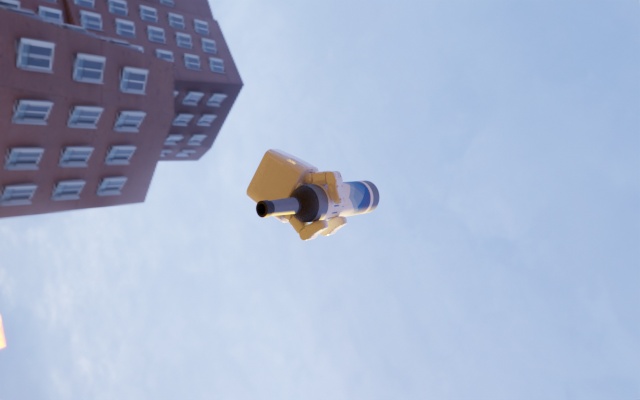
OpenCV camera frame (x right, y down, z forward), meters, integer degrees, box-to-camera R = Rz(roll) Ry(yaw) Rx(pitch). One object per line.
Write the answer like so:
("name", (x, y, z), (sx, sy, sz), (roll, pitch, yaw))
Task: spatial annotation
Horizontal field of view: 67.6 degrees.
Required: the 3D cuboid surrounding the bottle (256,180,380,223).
("bottle", (0.000, 0.003, 0.864), (0.069, 0.069, 0.295), (0, 4, 39))
